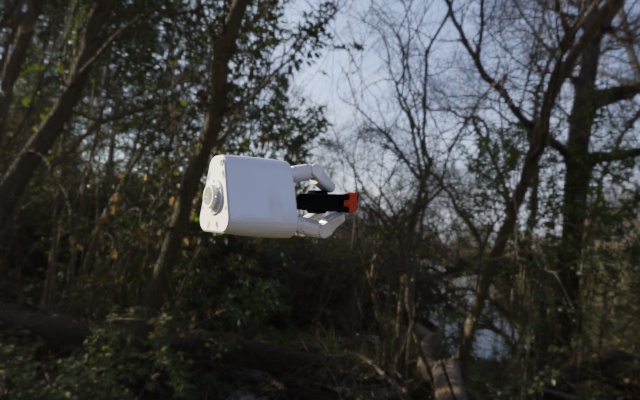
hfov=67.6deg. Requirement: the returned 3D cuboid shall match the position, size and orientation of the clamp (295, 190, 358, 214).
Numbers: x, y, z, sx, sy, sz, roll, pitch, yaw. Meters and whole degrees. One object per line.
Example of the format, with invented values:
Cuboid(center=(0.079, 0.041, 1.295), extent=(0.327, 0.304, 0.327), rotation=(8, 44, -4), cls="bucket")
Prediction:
Cuboid(center=(0.000, 0.002, 0.746), extent=(0.164, 0.036, 0.210), rotation=(1, 0, -37), cls="clamp")
